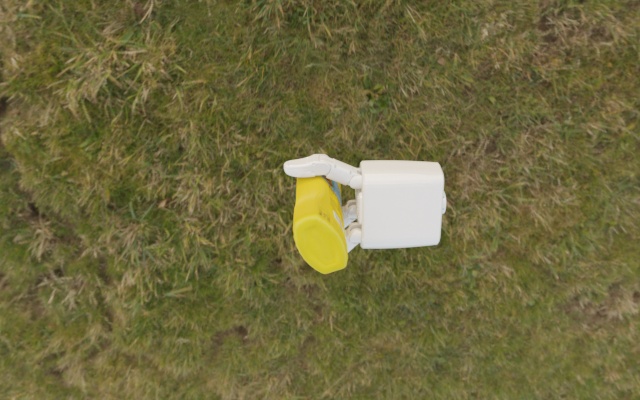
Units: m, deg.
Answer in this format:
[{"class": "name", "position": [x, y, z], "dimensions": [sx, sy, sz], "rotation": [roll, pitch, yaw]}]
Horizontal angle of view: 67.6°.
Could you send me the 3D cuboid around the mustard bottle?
[{"class": "mustard bottle", "position": [0.000, 0.002, 0.651], "dimensions": [0.058, 0.096, 0.191], "rotation": [-21, 33, 14]}]
